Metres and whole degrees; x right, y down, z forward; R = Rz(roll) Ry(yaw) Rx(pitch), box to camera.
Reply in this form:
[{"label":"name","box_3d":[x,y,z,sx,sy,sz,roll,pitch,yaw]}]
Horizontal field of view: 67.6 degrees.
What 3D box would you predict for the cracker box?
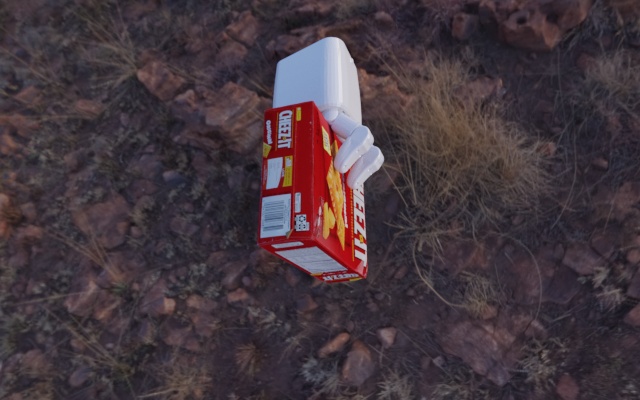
[{"label":"cracker box","box_3d":[0.000,0.002,0.602,0.072,0.164,0.214,-7,-22,19]}]
